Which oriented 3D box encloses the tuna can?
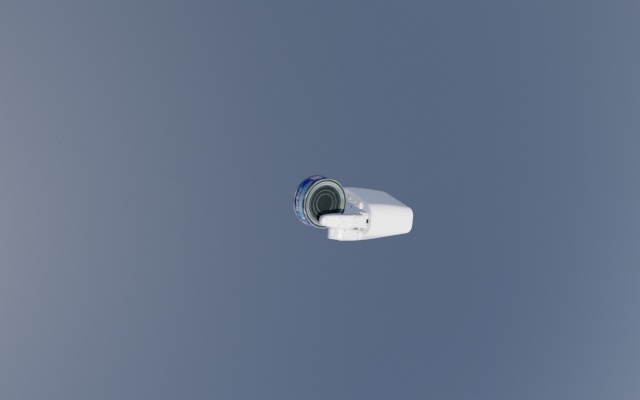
[{"bbox_3d":[0.000,0.003,0.789,0.086,0.086,0.033,0,10,-33],"label":"tuna can"}]
